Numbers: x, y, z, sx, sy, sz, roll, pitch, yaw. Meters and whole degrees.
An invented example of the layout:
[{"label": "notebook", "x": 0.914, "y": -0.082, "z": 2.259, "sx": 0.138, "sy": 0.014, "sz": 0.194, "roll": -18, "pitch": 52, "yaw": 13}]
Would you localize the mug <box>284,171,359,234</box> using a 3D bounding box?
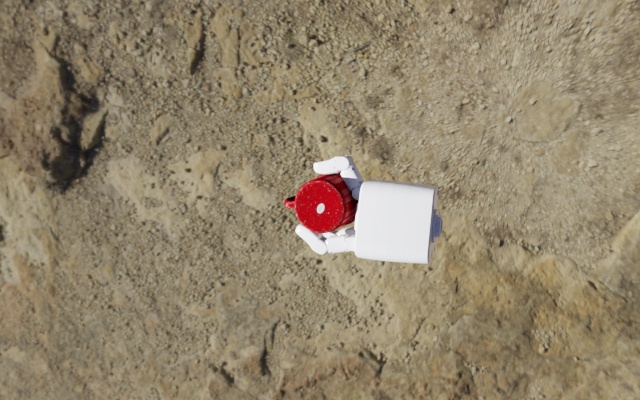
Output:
[{"label": "mug", "x": -0.001, "y": 0.002, "z": 0.731, "sx": 0.117, "sy": 0.093, "sz": 0.081, "roll": 3, "pitch": 11, "yaw": 20}]
